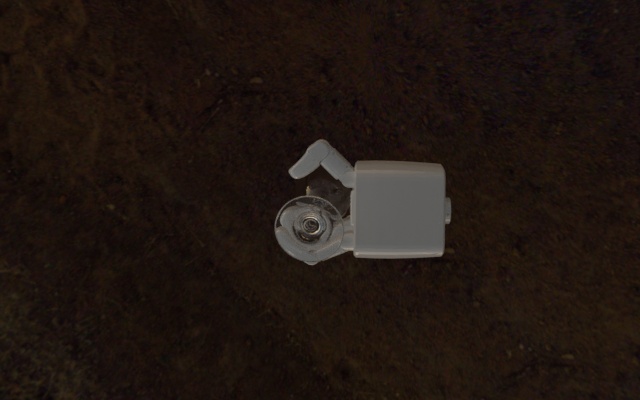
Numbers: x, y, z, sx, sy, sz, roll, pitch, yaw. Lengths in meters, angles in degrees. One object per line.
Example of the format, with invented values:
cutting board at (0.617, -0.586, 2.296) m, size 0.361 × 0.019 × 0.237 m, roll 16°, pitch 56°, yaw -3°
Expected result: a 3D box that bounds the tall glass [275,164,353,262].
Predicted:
tall glass at (0.000, 0.002, 0.594) m, size 0.079 × 0.079 × 0.201 m, roll 0°, pitch 17°, yaw 7°
